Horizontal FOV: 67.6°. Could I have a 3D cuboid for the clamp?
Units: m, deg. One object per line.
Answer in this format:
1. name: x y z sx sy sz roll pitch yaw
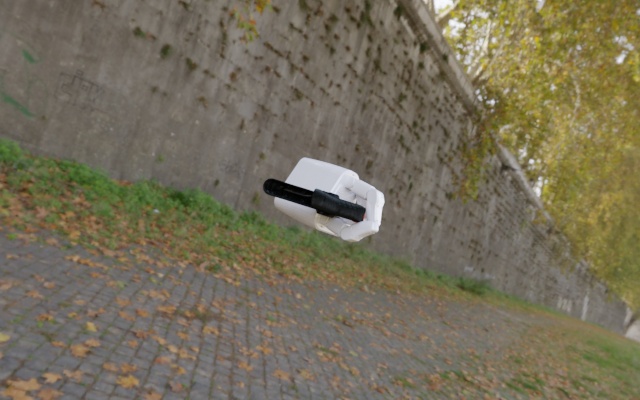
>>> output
1. clamp: 0.001 0.002 0.709 0.120 0.039 0.171 22 -1 38
